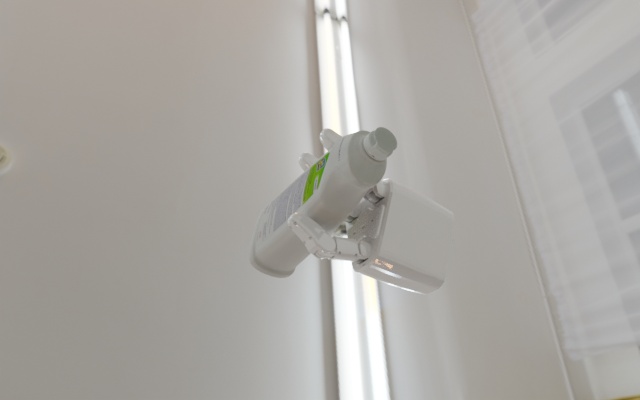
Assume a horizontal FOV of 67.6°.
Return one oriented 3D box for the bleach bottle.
[{"bbox_3d":[0.000,0.002,0.561,0.068,0.102,0.251,23,-38,-22],"label":"bleach bottle"}]
